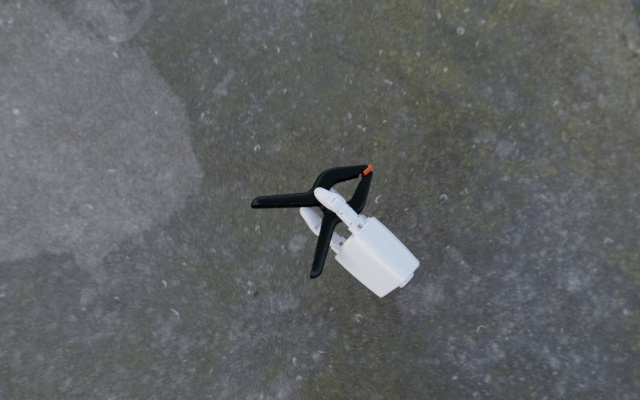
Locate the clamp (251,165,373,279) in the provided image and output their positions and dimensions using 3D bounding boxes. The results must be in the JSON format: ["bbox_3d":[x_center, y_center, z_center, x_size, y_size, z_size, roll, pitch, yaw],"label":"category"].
[{"bbox_3d":[0.001,0.002,0.802,0.164,0.210,0.036,43,-15,4],"label":"clamp"}]
